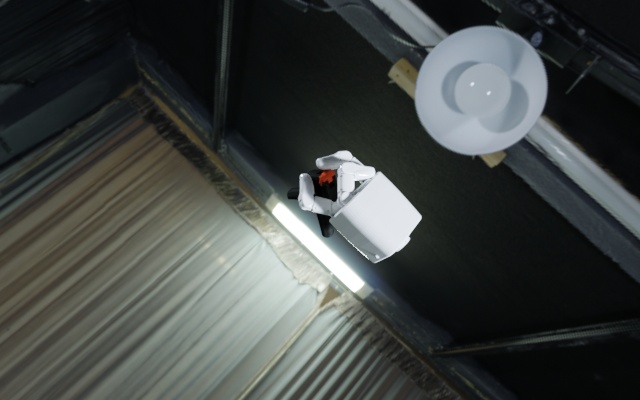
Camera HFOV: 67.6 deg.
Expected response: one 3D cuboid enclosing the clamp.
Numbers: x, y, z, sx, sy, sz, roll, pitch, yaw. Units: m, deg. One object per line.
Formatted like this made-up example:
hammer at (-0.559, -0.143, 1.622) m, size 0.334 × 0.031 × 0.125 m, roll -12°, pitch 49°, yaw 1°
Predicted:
clamp at (0.001, 0.002, 0.856) m, size 0.039 × 0.120 × 0.171 m, roll -45°, pitch -1°, yaw -24°
